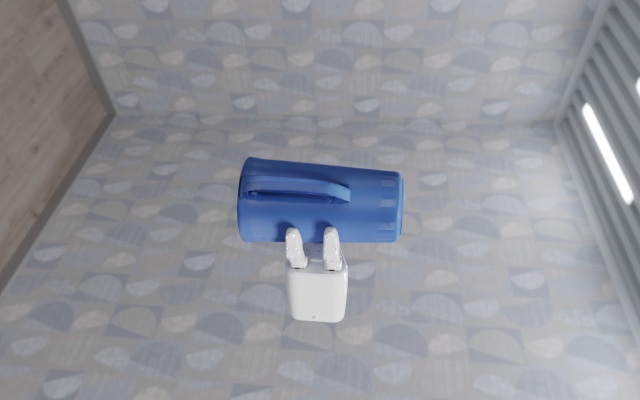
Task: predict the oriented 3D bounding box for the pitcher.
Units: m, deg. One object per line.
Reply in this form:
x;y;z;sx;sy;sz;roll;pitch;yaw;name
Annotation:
0.000;0.002;0.721;0.243;0.145;0.149;3;30;6;pitcher
